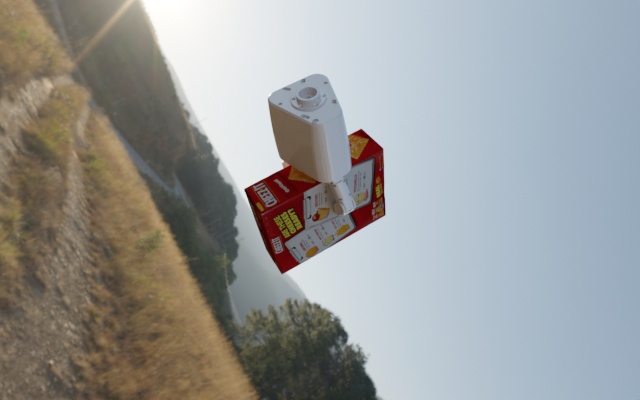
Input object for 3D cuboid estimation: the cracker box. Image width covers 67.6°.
[{"bbox_3d":[0.000,0.003,0.771,0.213,0.164,0.072,-28,51,-14],"label":"cracker box"}]
